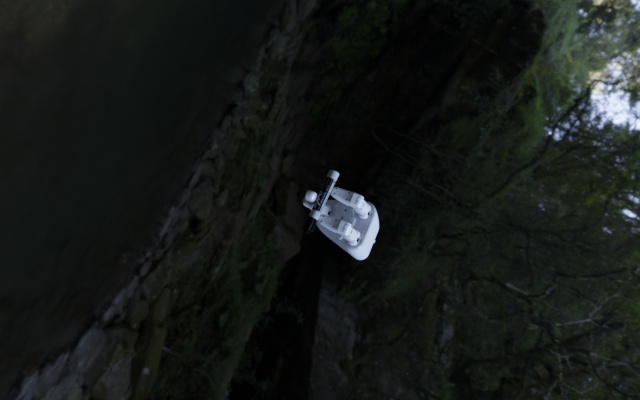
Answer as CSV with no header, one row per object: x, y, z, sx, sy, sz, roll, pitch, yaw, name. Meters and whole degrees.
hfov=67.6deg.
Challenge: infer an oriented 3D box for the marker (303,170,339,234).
0.000,0.003,0.835,0.020,0.121,0.020,23,-13,6,marker
